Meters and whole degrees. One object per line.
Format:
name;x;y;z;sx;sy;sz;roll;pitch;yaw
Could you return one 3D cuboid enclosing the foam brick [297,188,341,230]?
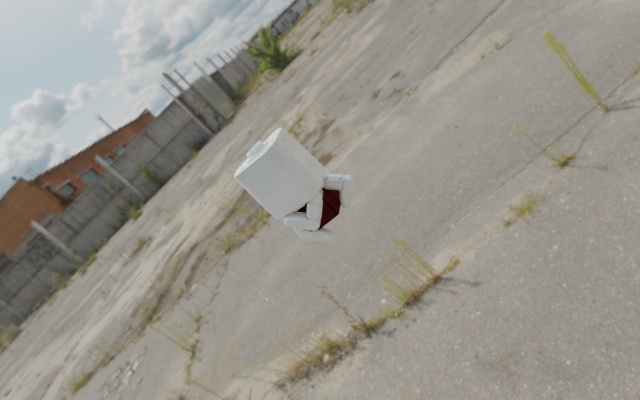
foam brick;0.000;0.003;0.834;0.053;0.051;0.078;-39;18;23
